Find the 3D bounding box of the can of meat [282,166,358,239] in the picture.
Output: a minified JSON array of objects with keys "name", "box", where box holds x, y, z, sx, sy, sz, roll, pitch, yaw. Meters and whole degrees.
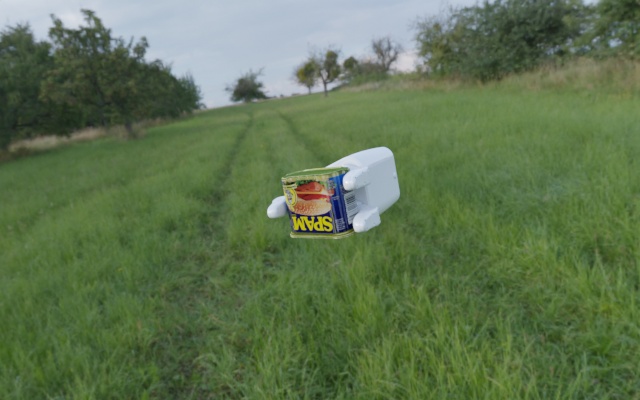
[{"name":"can of meat","box":[0.000,0.002,0.632,0.102,0.084,0.057,-2,14,41]}]
